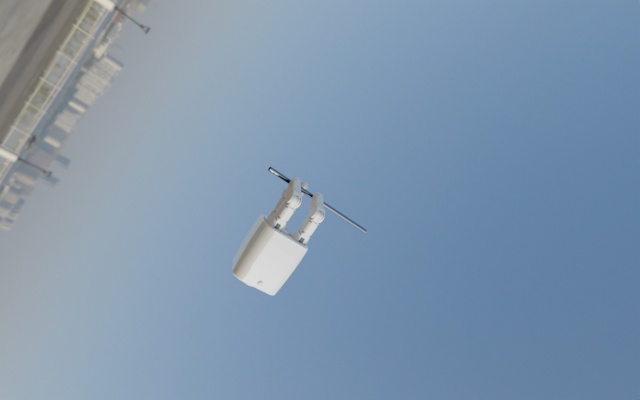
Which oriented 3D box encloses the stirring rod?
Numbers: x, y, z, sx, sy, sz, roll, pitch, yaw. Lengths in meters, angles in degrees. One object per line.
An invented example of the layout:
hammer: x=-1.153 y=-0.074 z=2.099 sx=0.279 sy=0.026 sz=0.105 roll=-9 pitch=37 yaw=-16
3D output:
stirring rod: x=0.000 y=0.003 z=0.879 sx=0.239 sy=0.011 sz=0.011 roll=33 pitch=-18 yaw=-29
